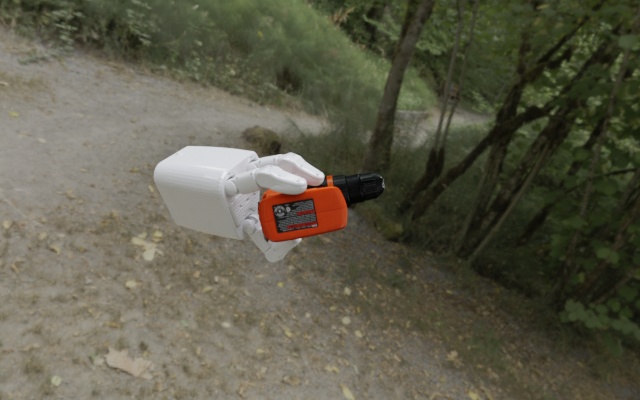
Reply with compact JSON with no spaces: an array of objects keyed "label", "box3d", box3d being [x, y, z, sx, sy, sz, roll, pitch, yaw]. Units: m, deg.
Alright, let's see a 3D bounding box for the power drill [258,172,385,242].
[{"label":"power drill","box3d":[0.000,0.002,0.645,0.184,0.057,0.187,-12,6,6]}]
